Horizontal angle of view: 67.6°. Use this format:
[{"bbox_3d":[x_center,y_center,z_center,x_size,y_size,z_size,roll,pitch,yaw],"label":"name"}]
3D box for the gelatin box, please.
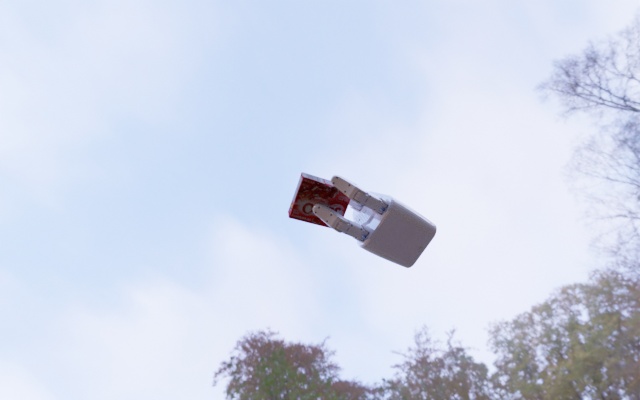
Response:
[{"bbox_3d":[0.000,0.002,0.774,0.089,0.073,0.030,16,18,-14],"label":"gelatin box"}]
